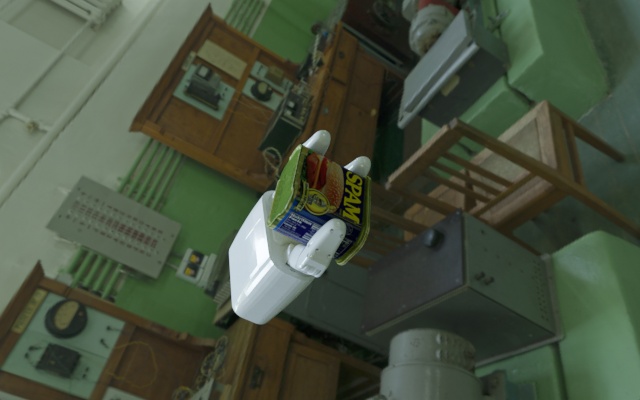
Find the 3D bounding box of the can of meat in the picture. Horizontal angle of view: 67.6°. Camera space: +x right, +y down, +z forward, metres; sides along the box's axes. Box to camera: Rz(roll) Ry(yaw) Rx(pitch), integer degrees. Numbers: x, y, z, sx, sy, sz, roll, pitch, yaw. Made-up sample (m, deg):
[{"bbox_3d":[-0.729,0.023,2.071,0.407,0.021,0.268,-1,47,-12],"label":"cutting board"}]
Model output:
[{"bbox_3d":[0.000,0.001,0.478,0.084,0.102,0.057,27,-49,-16],"label":"can of meat"}]
